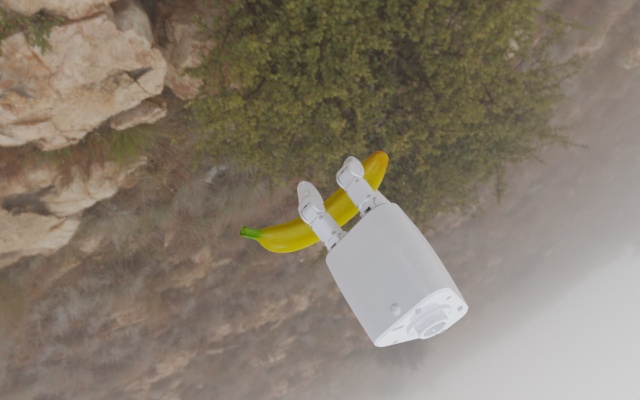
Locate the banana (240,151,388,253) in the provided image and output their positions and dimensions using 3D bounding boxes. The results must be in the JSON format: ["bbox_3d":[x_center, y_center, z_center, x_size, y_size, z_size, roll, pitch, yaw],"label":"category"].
[{"bbox_3d":[0.004,0.013,0.580,0.198,0.037,0.070,-31,-38,4],"label":"banana"}]
